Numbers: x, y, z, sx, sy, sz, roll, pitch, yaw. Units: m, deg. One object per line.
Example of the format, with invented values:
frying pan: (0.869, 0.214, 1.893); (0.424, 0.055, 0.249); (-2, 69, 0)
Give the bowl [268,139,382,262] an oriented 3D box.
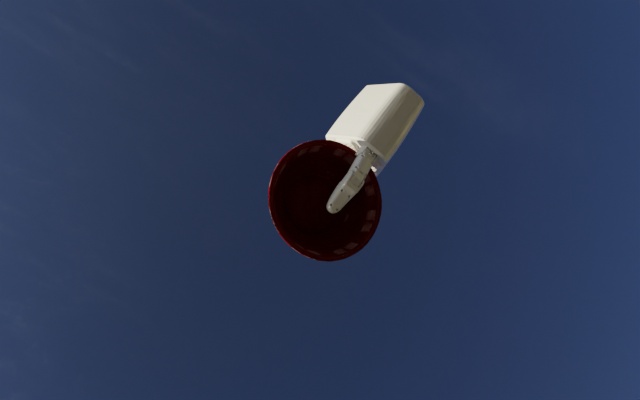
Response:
bowl: (-0.001, 0.003, 0.647); (0.162, 0.162, 0.055); (0, -8, -23)
